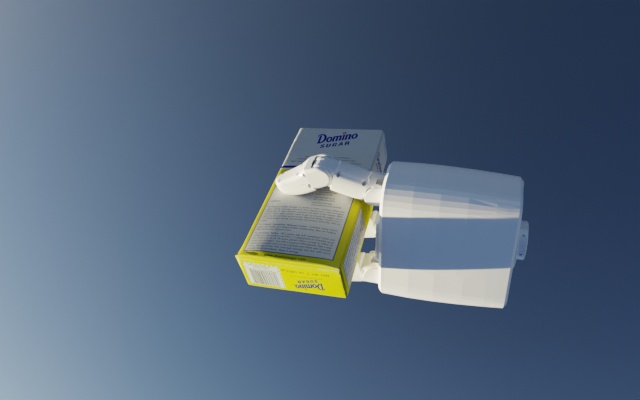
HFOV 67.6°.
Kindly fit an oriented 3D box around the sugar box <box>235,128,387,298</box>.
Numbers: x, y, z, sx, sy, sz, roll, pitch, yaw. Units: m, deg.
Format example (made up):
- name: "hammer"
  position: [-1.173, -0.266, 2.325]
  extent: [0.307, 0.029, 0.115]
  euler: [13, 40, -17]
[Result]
- name: "sugar box"
  position: [0.000, 0.002, 0.444]
  extent: [0.093, 0.048, 0.176]
  euler: [5, 44, 19]
